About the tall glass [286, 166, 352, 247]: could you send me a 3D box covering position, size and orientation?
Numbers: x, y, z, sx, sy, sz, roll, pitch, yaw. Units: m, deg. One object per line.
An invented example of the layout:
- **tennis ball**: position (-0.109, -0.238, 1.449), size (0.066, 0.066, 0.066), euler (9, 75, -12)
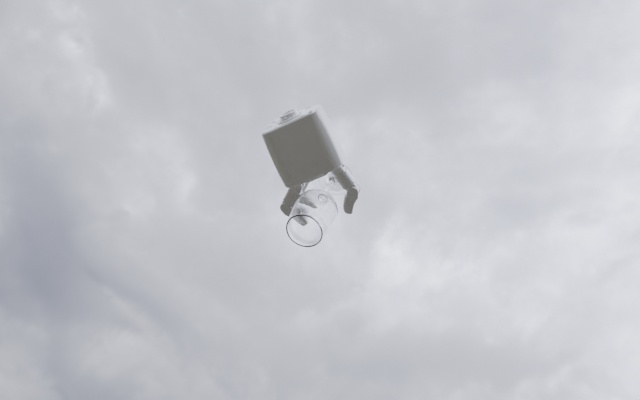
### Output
- **tall glass**: position (0.000, 0.003, 0.847), size (0.079, 0.079, 0.201), euler (0, 28, 17)
